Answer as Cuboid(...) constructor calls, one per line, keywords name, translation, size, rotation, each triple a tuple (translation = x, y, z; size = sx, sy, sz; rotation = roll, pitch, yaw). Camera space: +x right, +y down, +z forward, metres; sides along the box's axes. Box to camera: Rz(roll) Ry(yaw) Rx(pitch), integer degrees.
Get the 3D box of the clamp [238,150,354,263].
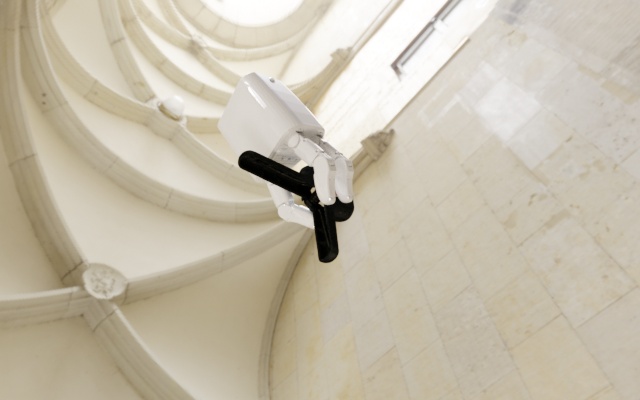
Cuboid(name="clamp", translation=(0.000, 0.002, 0.625), size=(0.036, 0.164, 0.210), rotation=(-44, -17, 22))
